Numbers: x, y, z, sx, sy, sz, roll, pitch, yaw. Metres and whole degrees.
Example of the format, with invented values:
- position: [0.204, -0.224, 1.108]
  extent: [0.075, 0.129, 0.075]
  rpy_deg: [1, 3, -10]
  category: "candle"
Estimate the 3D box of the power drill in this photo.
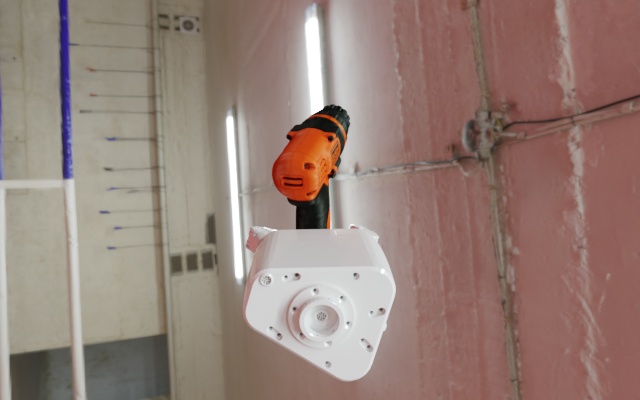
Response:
- position: [0.000, 0.002, 0.521]
  extent: [0.057, 0.188, 0.184]
  rpy_deg: [3, 28, 16]
  category: "power drill"
